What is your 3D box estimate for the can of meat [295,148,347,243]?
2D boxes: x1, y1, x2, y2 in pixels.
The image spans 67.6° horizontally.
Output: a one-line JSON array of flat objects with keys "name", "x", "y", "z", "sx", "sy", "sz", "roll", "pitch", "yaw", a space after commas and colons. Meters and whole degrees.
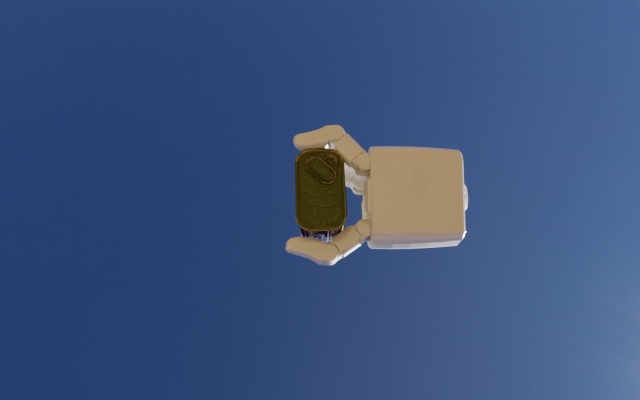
[{"name": "can of meat", "x": 0.000, "y": 0.002, "z": 0.573, "sx": 0.057, "sy": 0.102, "sz": 0.084, "roll": -2, "pitch": -23, "yaw": -1}]
